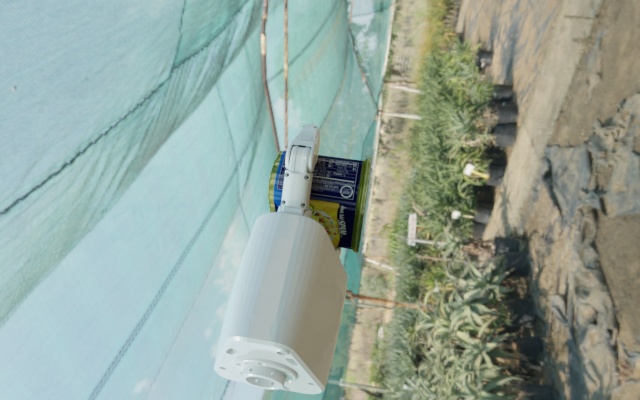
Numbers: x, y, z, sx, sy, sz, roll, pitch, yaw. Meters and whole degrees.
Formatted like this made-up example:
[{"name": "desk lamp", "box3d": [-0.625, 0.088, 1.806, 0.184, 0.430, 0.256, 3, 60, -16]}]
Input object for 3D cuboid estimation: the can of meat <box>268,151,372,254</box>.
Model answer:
[{"name": "can of meat", "box3d": [0.000, 0.001, 0.445, 0.084, 0.057, 0.102, 8, -33, 5]}]
